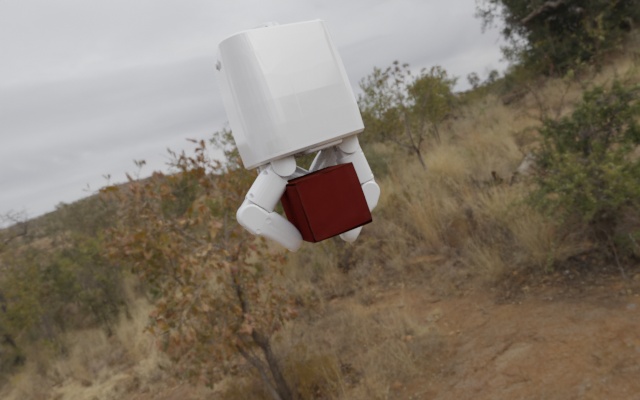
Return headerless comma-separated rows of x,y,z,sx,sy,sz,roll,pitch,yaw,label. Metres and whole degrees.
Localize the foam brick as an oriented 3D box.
0.000,0.001,0.407,0.053,0.051,0.078,-20,6,-16,foam brick
